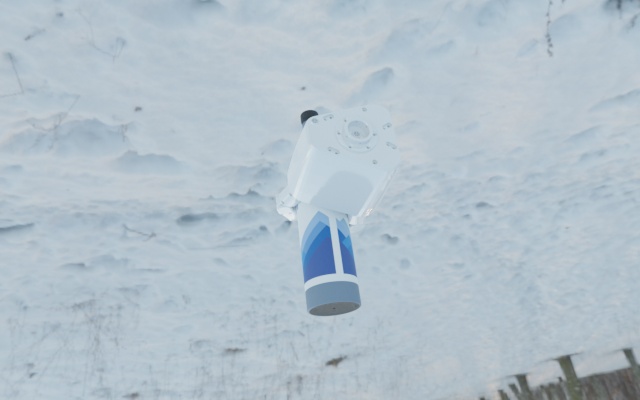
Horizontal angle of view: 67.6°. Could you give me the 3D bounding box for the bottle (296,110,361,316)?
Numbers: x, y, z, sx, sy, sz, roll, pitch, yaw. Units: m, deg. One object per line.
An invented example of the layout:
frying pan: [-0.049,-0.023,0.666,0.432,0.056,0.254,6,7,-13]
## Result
bottle: [0.000,0.002,0.646,0.069,0.295,0.069,-6,-27,-3]
